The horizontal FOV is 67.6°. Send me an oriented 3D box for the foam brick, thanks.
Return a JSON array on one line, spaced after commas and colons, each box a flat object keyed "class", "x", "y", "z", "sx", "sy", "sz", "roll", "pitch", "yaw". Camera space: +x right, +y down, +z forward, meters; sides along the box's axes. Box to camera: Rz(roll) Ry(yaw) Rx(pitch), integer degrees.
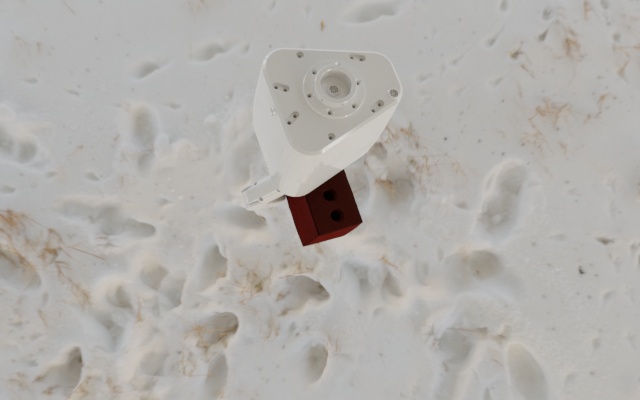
[{"class": "foam brick", "x": 0.000, "y": 0.002, "z": 0.499, "sx": 0.053, "sy": 0.078, "sz": 0.051, "roll": -15, "pitch": -11, "yaw": -27}]
